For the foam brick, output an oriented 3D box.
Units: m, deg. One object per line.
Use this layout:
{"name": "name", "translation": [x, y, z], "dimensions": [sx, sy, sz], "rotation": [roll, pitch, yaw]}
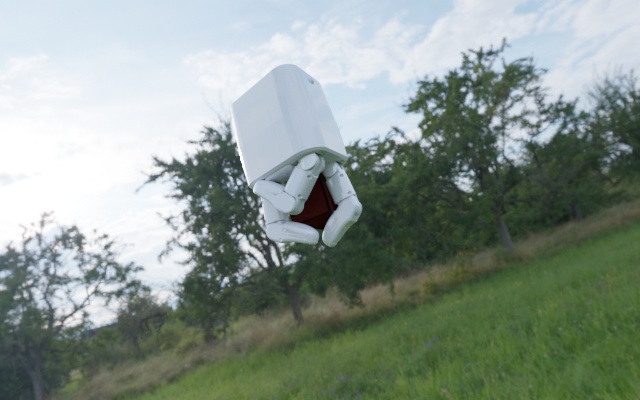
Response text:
{"name": "foam brick", "translation": [0.000, 0.002, 0.576], "dimensions": [0.053, 0.051, 0.078], "rotation": [-23, -14, 22]}
